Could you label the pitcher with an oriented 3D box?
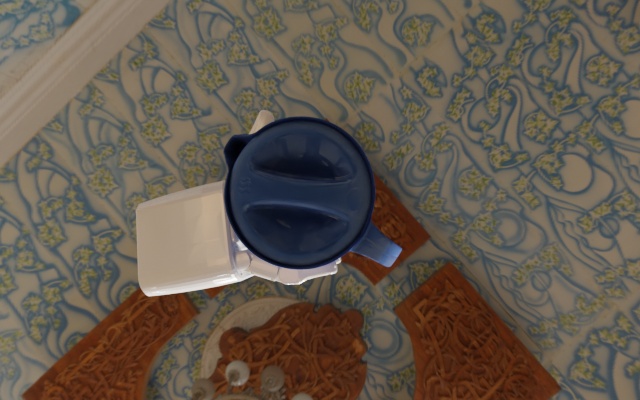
[{"bbox_3d":[0.000,0.002,0.525,0.145,0.149,0.243,-12,-2,5],"label":"pitcher"}]
